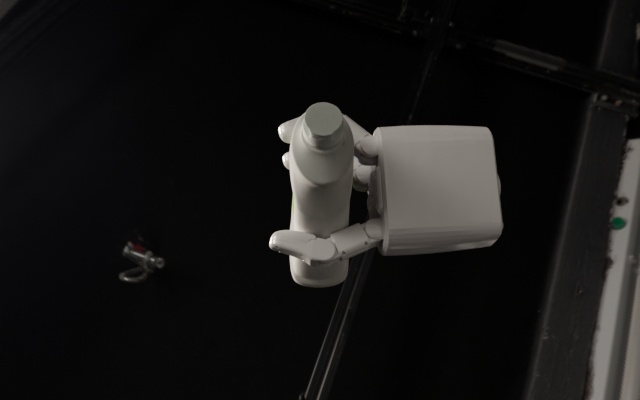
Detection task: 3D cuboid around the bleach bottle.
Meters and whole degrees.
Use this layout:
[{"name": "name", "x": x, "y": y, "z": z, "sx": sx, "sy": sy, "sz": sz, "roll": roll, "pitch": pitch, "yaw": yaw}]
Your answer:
[{"name": "bleach bottle", "x": 0.000, "y": 0.001, "z": 0.454, "sx": 0.068, "sy": 0.102, "sz": 0.251, "roll": -2, "pitch": -25, "yaw": -2}]
